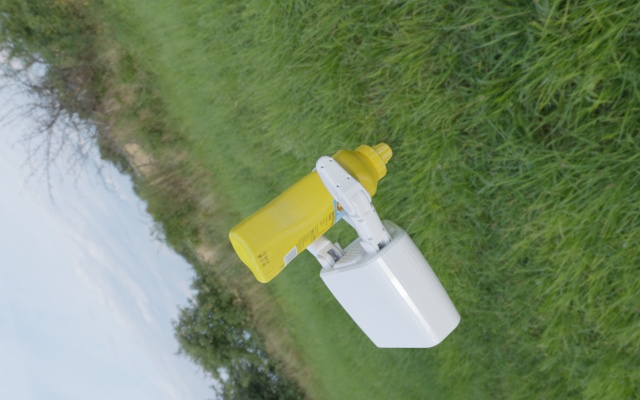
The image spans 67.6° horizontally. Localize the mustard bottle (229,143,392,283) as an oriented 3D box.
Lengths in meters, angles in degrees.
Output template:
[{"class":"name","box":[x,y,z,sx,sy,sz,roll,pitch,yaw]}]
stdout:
[{"class":"mustard bottle","box":[0.000,0.001,0.487,0.191,0.058,0.096,-38,-18,-16]}]
